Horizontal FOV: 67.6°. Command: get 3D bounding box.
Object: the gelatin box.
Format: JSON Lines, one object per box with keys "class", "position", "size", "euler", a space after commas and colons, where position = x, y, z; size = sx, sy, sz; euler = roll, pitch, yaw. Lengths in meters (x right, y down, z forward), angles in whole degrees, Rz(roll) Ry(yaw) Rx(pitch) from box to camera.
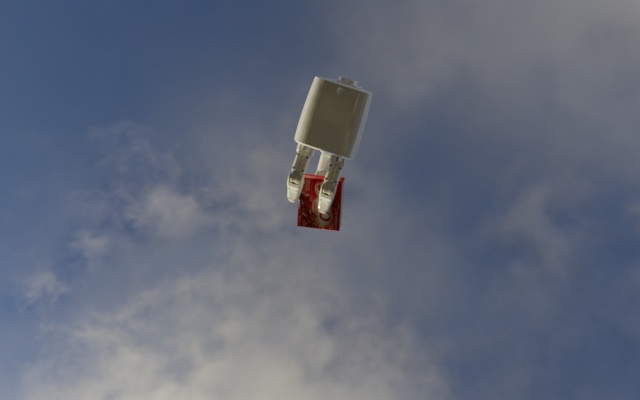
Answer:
{"class": "gelatin box", "position": [0.000, 0.003, 0.797], "size": [0.073, 0.089, 0.030], "euler": [6, 18, 9]}
